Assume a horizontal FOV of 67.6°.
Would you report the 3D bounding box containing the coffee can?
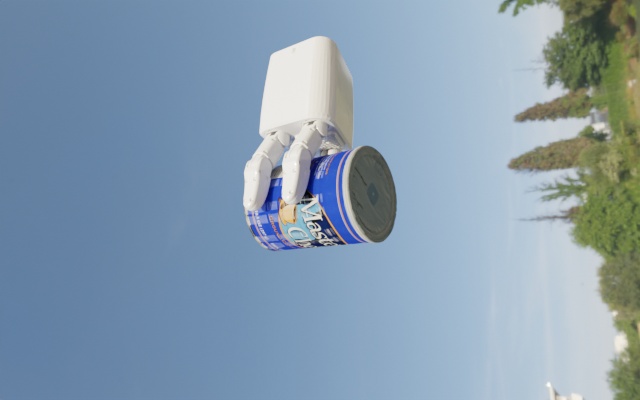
[{"bbox_3d":[0.000,0.002,0.538,0.140,0.103,0.103,-9,-5,35],"label":"coffee can"}]
